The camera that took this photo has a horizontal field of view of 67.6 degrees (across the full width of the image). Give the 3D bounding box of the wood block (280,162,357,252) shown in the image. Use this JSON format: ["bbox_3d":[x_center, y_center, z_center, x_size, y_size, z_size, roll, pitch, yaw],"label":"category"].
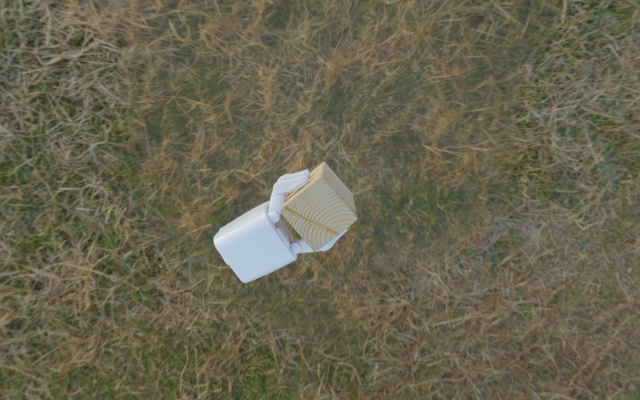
[{"bbox_3d":[0.000,0.003,0.845,0.090,0.091,0.206,-39,8,9],"label":"wood block"}]
